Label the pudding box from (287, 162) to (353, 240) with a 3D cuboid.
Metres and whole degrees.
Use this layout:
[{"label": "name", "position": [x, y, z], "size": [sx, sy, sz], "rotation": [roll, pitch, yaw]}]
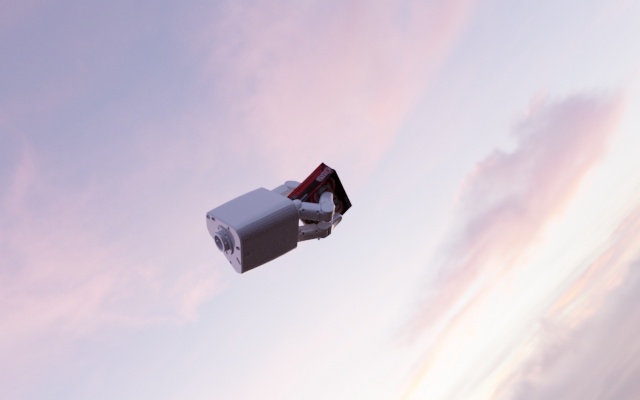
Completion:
[{"label": "pudding box", "position": [0.000, 0.003, 0.812], "size": [0.039, 0.090, 0.114], "rotation": [38, -13, 34]}]
